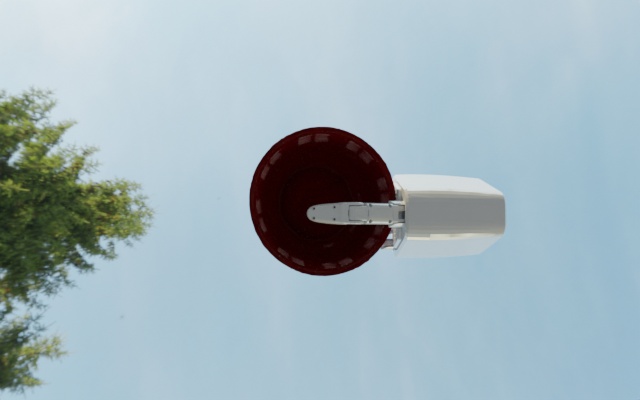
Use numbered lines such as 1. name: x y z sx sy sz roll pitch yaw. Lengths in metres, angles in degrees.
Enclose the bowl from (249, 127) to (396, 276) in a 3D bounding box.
1. bowl: -0.001 0.001 0.538 0.162 0.162 0.055 0 -3 -10
